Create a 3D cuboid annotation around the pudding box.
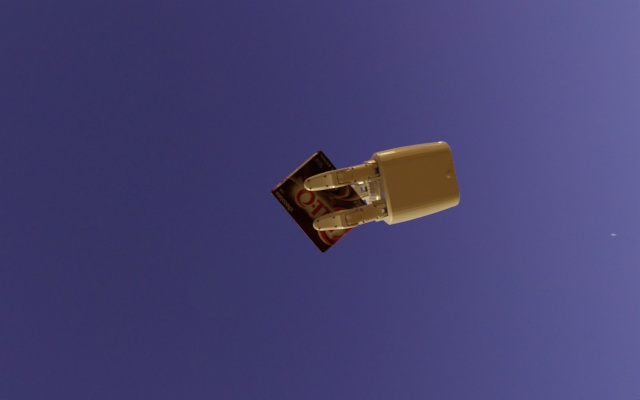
[{"bbox_3d":[0.000,0.002,0.660,0.090,0.113,0.039,-41,6,-5],"label":"pudding box"}]
